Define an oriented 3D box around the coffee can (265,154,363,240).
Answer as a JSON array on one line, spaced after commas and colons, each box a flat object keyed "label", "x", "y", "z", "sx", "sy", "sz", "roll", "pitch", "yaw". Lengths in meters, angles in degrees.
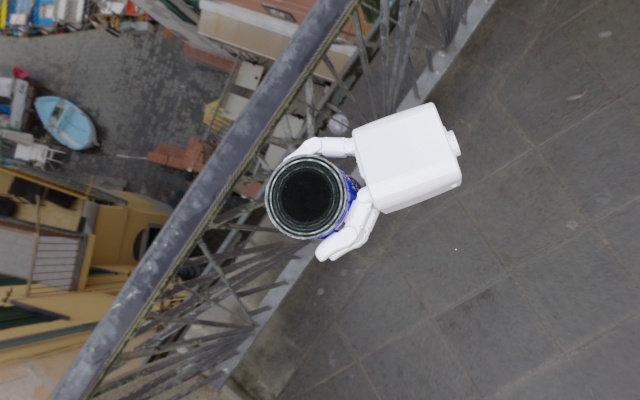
[{"label": "coffee can", "x": 0.000, "y": 0.002, "z": 0.632, "sx": 0.103, "sy": 0.103, "sz": 0.140, "roll": 0, "pitch": -6, "yaw": 16}]
